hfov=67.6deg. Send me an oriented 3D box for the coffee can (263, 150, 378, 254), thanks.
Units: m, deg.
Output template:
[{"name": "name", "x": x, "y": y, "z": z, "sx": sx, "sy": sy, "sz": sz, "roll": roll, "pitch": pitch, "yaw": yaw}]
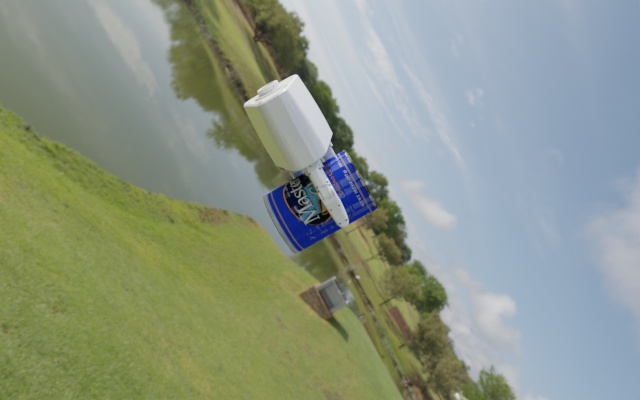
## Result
[{"name": "coffee can", "x": 0.000, "y": 0.003, "z": 0.718, "sx": 0.140, "sy": 0.103, "sz": 0.103, "roll": -29, "pitch": -2, "yaw": 3}]
